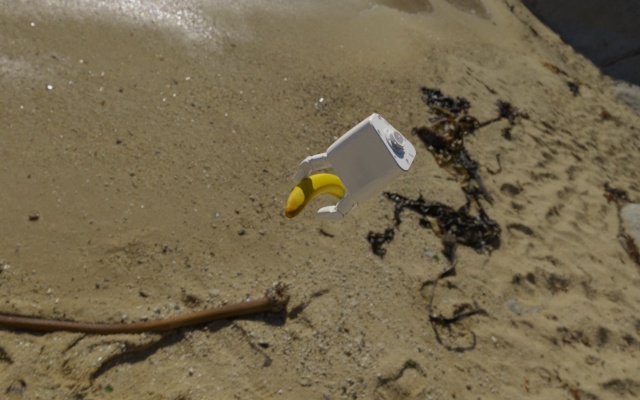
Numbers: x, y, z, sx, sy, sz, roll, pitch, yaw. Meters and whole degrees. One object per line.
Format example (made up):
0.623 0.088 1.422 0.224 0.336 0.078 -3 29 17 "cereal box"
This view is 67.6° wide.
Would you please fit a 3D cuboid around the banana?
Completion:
-0.005 -0.015 0.889 0.037 0.069 0.198 -27 -9 36 "banana"
